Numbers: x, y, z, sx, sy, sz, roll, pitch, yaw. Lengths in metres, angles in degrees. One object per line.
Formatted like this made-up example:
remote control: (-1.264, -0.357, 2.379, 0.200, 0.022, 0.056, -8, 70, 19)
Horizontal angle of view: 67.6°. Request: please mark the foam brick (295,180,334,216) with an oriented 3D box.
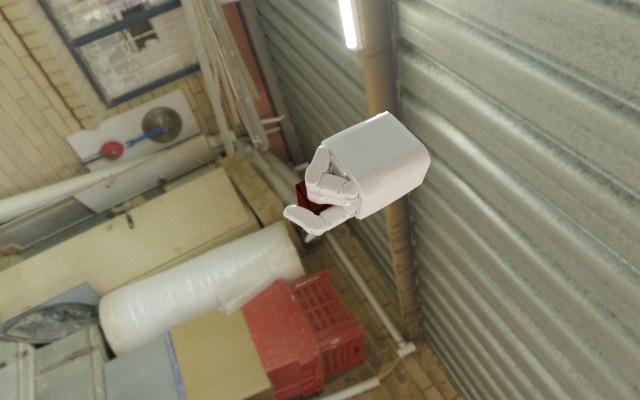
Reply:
foam brick: (0.000, 0.002, 0.684, 0.051, 0.053, 0.078, -28, -21, -11)
